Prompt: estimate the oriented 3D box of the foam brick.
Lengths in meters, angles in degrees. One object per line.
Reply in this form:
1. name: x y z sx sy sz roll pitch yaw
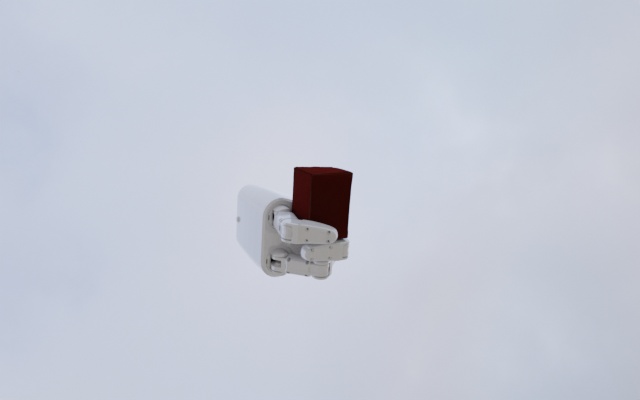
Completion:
1. foam brick: 0.000 0.002 0.546 0.053 0.078 0.051 -2 15 -26
